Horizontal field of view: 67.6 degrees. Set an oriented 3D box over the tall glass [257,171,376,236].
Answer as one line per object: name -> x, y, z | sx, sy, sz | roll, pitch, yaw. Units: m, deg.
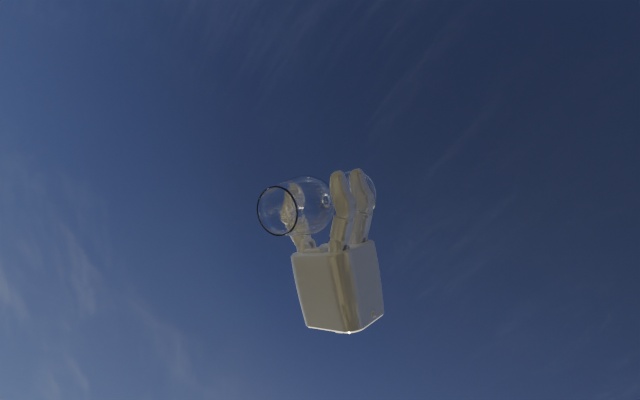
tall glass -> 0.000, 0.002, 0.657 | 0.079, 0.079, 0.201 | 0, 6, 33
